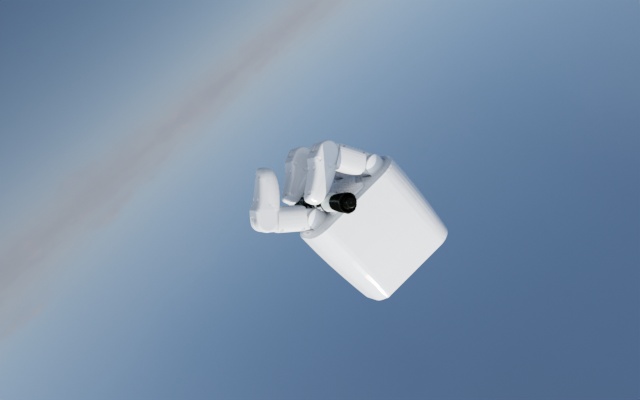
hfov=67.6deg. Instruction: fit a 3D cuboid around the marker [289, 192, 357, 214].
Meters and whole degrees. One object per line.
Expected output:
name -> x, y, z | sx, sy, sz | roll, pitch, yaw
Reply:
marker -> 0.000, 0.001, 0.461 | 0.020, 0.020, 0.121 | 0, 1, -26
